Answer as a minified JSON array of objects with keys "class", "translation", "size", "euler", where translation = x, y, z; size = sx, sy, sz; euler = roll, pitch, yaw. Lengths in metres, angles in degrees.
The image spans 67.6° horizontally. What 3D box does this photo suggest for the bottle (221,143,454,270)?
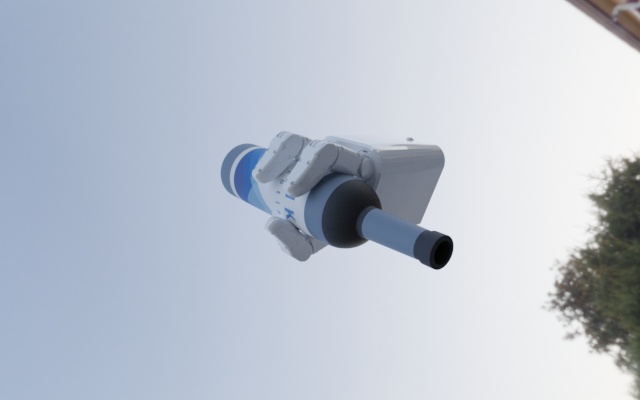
[{"class":"bottle","translation":[0.000,0.001,0.461],"size":[0.069,0.069,0.295],"euler":[0,15,-39]}]
